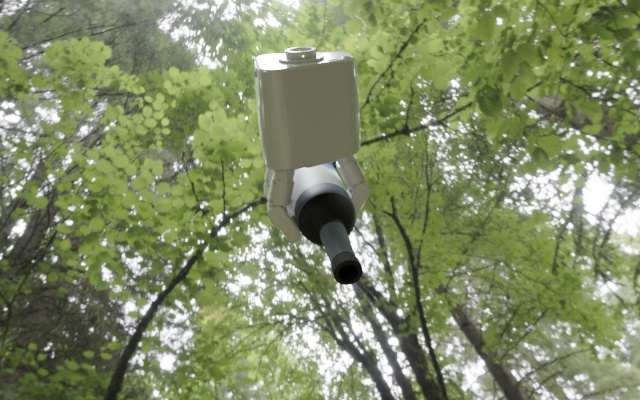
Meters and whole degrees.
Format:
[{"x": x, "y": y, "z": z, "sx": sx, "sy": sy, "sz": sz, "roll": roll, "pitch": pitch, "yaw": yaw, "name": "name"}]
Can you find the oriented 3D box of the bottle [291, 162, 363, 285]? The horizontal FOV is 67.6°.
[{"x": 0.000, "y": 0.002, "z": 0.563, "sx": 0.069, "sy": 0.069, "sz": 0.295, "roll": 0, "pitch": 26, "yaw": -11, "name": "bottle"}]
